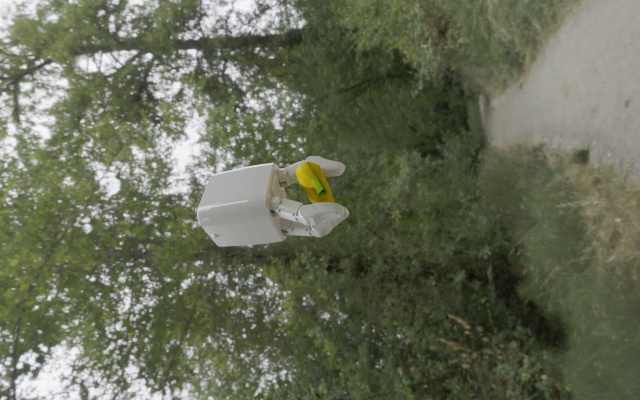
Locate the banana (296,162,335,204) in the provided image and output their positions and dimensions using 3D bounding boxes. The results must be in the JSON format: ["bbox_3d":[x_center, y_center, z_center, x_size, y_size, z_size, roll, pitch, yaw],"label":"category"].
[{"bbox_3d":[-0.006,-0.016,0.700,0.037,0.069,0.198,-19,-13,3],"label":"banana"}]
